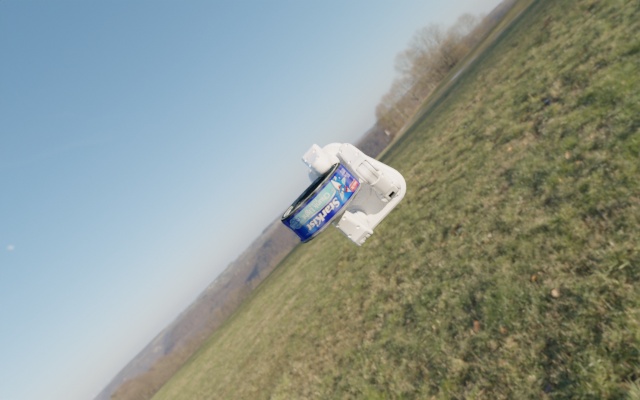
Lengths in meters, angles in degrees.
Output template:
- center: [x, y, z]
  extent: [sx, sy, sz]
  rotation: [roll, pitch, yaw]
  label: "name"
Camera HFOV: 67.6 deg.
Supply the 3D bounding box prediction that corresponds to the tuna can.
- center: [0.000, 0.001, 0.484]
  extent: [0.086, 0.034, 0.086]
  rotation: [-44, 7, 7]
  label: "tuna can"
